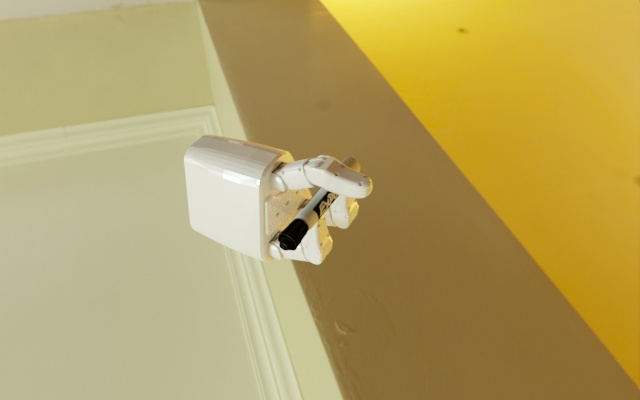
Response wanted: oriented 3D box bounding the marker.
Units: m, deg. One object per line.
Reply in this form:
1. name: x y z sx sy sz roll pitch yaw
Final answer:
1. marker: 0.000 0.001 0.425 0.020 0.020 0.121 0 37 40
